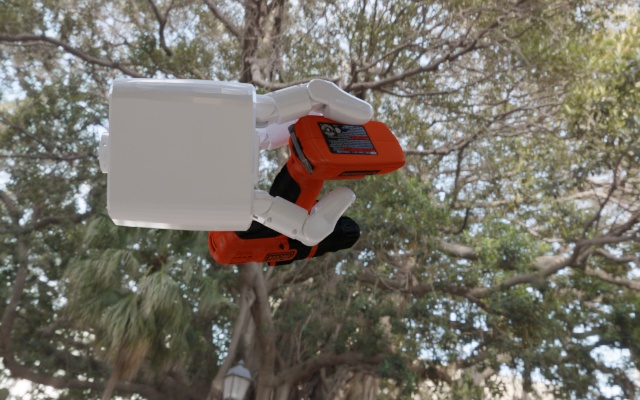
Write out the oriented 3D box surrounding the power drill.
[{"bbox_3d":[0.000,0.001,0.476,0.184,0.057,0.188,-3,-35,-37],"label":"power drill"}]
